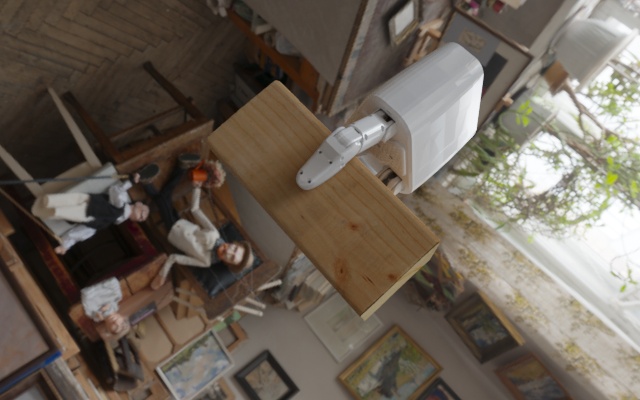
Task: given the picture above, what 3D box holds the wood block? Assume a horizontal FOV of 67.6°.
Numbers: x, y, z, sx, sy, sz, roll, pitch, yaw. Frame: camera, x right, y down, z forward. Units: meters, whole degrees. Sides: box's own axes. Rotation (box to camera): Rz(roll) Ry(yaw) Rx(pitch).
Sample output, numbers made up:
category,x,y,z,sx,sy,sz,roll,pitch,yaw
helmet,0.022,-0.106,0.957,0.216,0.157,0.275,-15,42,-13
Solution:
category,x,y,z,sx,sy,sz,roll,pitch,yaw
wood block,0.000,0.001,0.442,0.090,0.206,0.091,-42,-17,-7
